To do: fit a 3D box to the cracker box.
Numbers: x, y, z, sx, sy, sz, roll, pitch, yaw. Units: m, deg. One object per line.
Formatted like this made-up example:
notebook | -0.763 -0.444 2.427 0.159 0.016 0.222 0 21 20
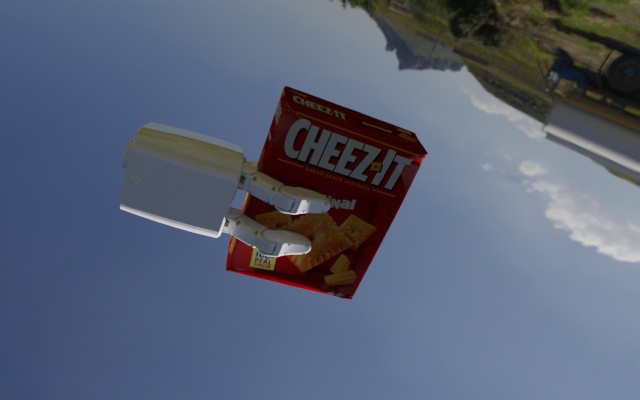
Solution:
cracker box | 0.000 0.002 0.552 0.164 0.214 0.072 17 25 -14
